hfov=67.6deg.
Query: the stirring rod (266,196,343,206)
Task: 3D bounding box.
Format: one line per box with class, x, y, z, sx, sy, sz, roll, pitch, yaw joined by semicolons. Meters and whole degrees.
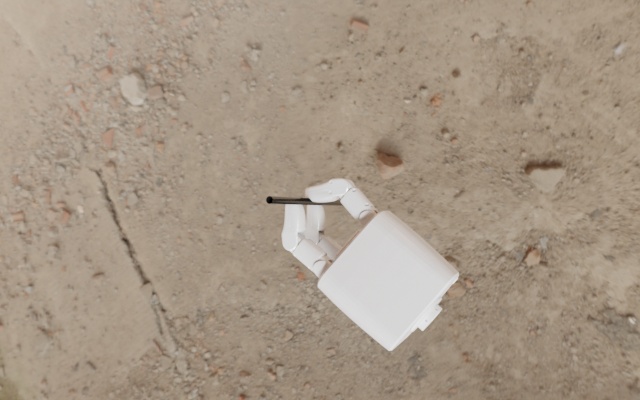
stirring rod;0.000;0.002;0.594;0.011;0.011;0.239;0;-1;26
